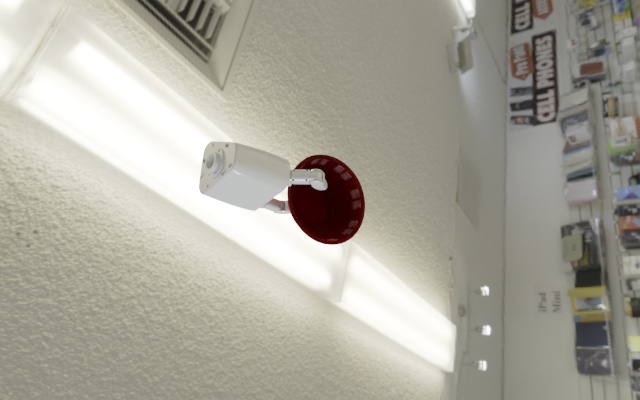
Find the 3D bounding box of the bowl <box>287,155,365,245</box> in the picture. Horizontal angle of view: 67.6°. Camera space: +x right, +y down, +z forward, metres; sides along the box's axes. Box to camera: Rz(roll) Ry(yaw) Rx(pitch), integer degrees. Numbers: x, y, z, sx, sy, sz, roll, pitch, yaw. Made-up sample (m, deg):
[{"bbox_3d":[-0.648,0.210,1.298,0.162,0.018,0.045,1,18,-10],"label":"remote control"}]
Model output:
[{"bbox_3d":[0.001,0.003,0.852,0.162,0.162,0.055,0,-12,-33],"label":"bowl"}]
